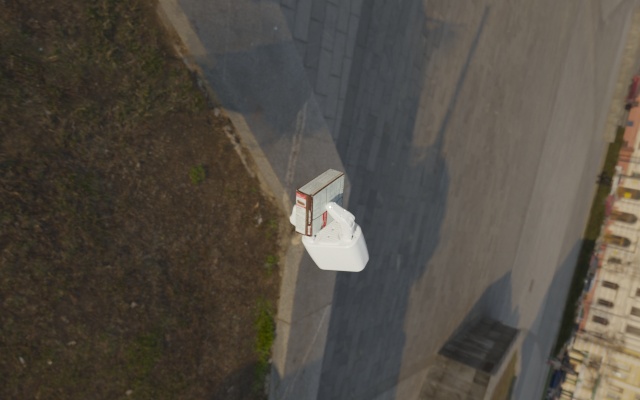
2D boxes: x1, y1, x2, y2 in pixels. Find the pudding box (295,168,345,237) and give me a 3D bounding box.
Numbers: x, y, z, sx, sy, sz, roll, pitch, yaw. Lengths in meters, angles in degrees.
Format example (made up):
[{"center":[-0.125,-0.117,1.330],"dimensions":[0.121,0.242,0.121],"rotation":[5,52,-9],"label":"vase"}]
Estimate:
[{"center":[0.000,0.003,0.873],"dimensions":[0.039,0.090,0.113],"rotation":[18,33,27],"label":"pudding box"}]
